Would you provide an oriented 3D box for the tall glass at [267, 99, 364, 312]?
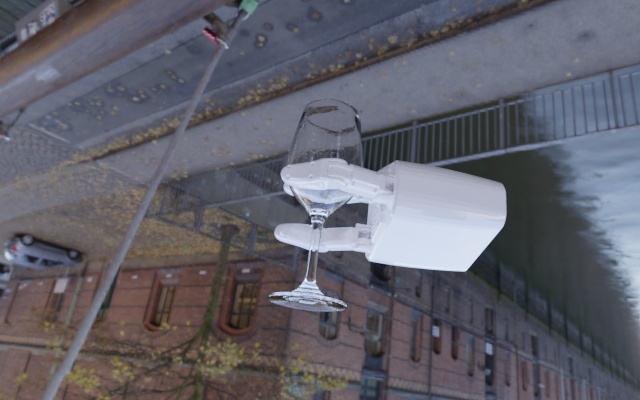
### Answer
[{"bbox_3d":[0.000,0.002,0.468,0.079,0.201,0.079,6,-22,2],"label":"tall glass"}]
